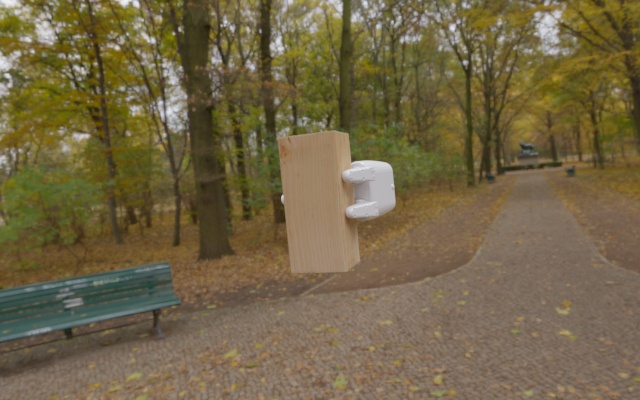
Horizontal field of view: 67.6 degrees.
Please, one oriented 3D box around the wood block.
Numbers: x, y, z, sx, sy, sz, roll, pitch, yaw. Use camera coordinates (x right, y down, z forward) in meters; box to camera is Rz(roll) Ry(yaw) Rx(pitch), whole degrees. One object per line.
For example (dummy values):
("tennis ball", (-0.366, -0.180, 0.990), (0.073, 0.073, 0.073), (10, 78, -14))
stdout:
("wood block", (0.000, 0.002, 0.742), (0.091, 0.206, 0.090), (-5, 3, 19))
